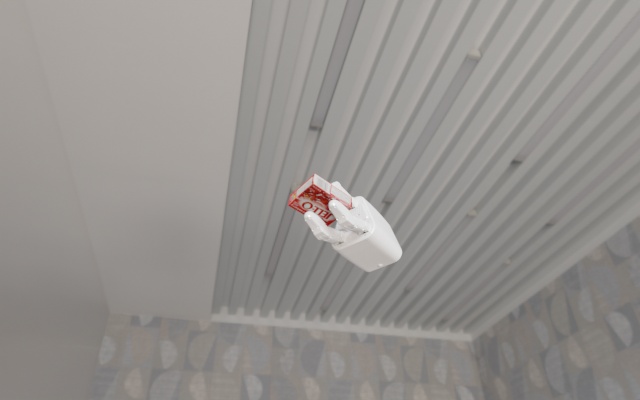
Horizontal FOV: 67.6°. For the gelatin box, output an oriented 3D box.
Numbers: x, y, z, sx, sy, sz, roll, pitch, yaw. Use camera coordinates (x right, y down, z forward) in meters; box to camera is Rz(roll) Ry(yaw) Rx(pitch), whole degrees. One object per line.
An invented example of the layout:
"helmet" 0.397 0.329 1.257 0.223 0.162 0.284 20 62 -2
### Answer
"gelatin box" 0.000 0.002 0.843 0.089 0.030 0.073 32 -50 -23
